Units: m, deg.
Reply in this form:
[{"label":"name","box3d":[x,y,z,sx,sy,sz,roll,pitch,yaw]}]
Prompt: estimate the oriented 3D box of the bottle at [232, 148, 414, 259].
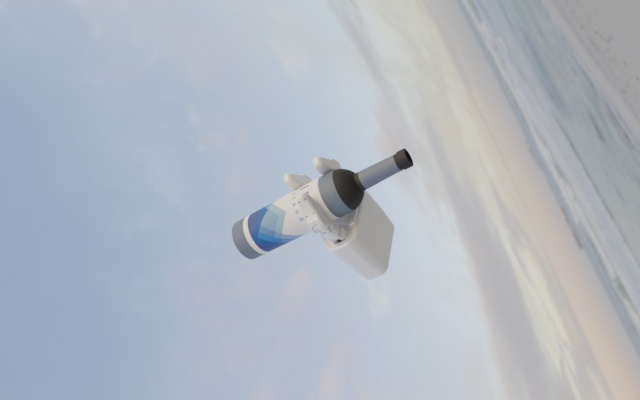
[{"label":"bottle","box3d":[0.000,0.002,0.707,0.296,0.069,0.069,-27,-12,24]}]
